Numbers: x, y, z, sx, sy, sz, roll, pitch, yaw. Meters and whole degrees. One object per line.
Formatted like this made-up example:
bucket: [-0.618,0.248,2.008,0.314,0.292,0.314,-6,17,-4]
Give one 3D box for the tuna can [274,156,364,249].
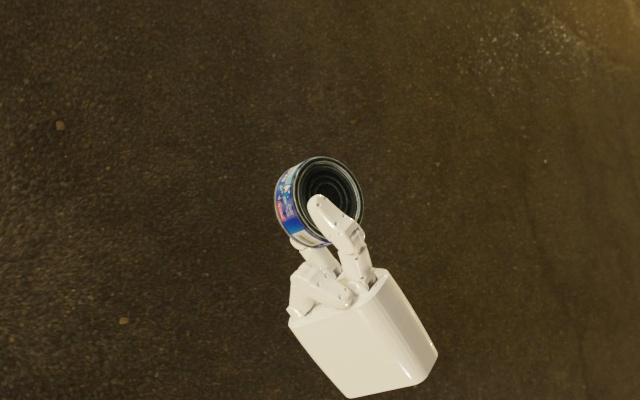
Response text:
tuna can: [0.000,0.001,0.462,0.086,0.086,0.034,0,-14,-36]
